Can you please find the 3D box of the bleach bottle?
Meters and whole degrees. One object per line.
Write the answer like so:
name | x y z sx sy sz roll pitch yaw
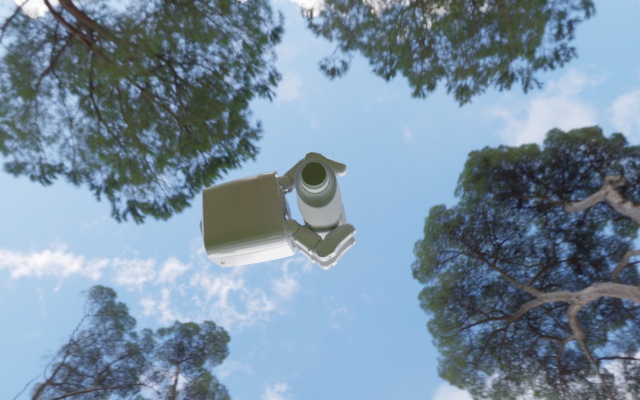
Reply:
bleach bottle | 0.000 0.002 0.644 0.068 0.102 0.251 -12 -19 0
